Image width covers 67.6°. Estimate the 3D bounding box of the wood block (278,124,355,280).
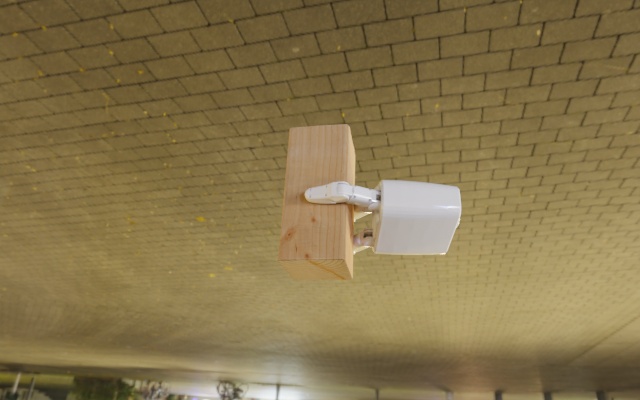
[{"bbox_3d":[0.000,0.002,0.690,0.090,0.206,0.091,-2,-26,10],"label":"wood block"}]
